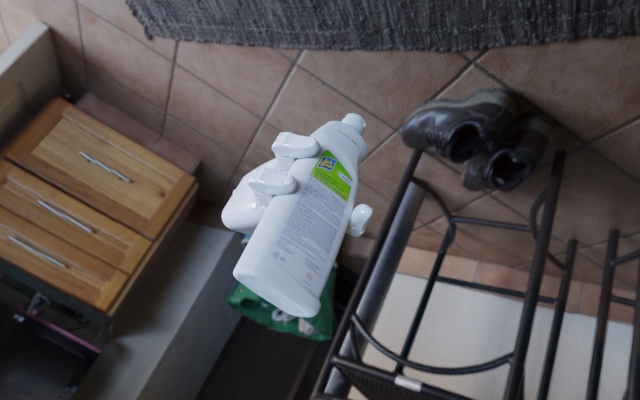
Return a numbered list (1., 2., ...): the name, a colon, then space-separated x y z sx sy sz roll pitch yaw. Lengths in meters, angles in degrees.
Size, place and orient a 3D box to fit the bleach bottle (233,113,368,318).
1. bleach bottle: 0.000 0.002 0.563 0.102 0.250 0.068 39 -29 -22
